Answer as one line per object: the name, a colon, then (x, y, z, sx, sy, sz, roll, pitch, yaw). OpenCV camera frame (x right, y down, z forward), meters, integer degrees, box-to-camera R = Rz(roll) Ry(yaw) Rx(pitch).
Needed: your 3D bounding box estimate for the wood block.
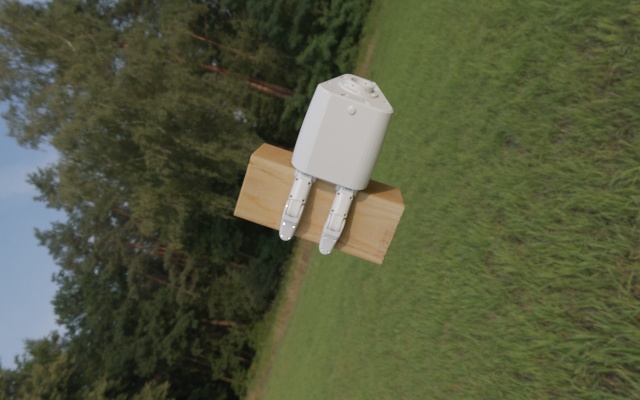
wood block: (0.000, 0.002, 0.658, 0.206, 0.090, 0.090, 19, 17, -1)
